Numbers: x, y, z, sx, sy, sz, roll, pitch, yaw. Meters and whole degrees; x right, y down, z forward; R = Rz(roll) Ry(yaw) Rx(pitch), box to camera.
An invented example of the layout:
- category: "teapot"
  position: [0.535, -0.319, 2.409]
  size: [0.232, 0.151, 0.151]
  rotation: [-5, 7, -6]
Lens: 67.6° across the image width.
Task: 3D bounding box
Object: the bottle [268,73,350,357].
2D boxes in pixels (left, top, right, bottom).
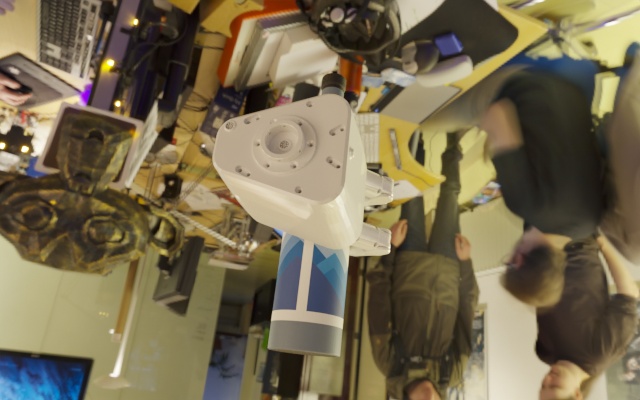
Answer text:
- category: "bottle"
  position: [0.000, 0.002, 0.485]
  size: [0.069, 0.295, 0.069]
  rotation: [6, -20, 2]
